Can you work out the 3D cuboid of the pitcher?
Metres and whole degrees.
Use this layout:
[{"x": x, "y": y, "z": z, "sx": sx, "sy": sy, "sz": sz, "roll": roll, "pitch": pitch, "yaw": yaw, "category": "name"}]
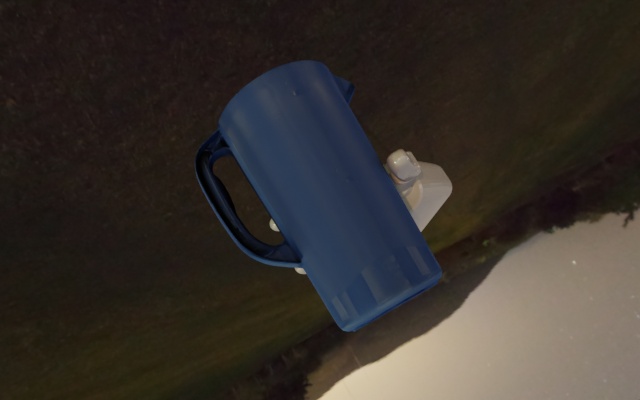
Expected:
[{"x": 0.000, "y": 0.001, "z": 0.464, "sx": 0.149, "sy": 0.242, "sz": 0.145, "roll": -39, "pitch": -18, "yaw": 29, "category": "pitcher"}]
